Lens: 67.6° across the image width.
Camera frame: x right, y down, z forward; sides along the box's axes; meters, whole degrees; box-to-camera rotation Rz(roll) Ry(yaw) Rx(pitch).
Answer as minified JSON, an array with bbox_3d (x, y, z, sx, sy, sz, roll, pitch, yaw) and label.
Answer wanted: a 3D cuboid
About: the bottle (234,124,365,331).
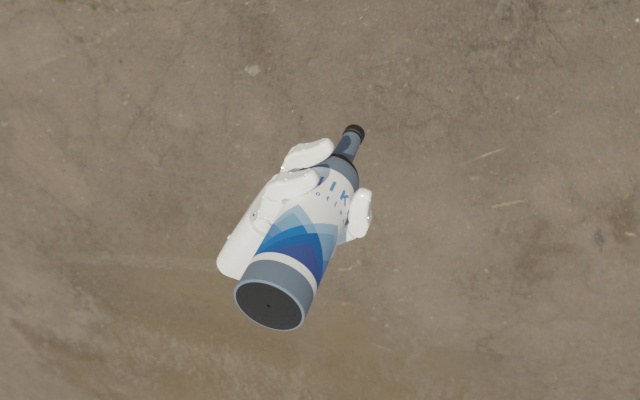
[{"bbox_3d":[0.000,0.002,0.519,0.069,0.069,0.295,0,38,23],"label":"bottle"}]
